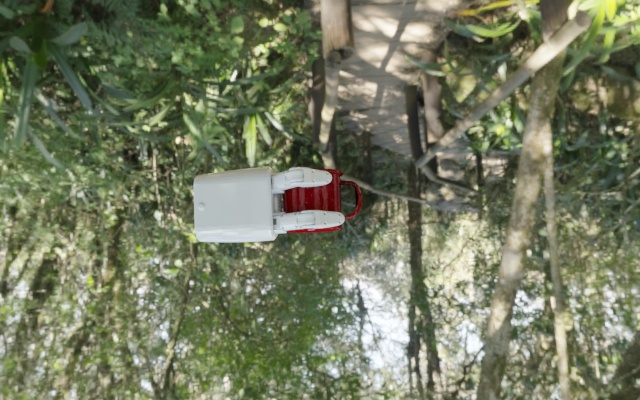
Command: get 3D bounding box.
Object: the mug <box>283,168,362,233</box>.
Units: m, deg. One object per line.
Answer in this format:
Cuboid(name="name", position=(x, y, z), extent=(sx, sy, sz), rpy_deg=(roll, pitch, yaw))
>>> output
Cuboid(name="mug", position=(0.002, 0.002, 0.676), extent=(0.117, 0.081, 0.093), rpy_deg=(-3, -7, 5))
